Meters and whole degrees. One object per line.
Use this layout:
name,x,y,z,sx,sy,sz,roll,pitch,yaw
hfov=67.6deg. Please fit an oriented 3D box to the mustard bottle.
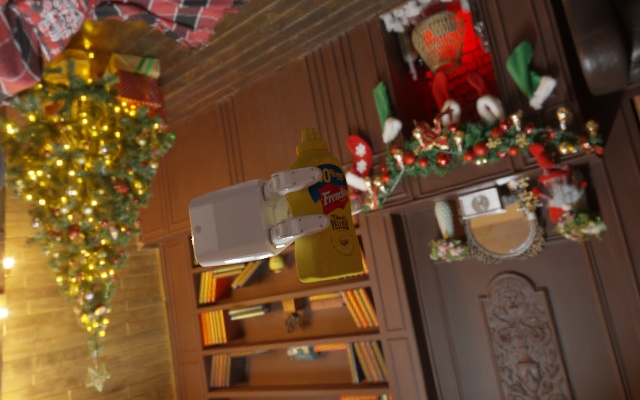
mustard bottle,0.000,0.002,0.598,0.058,0.191,0.096,-18,-13,40
